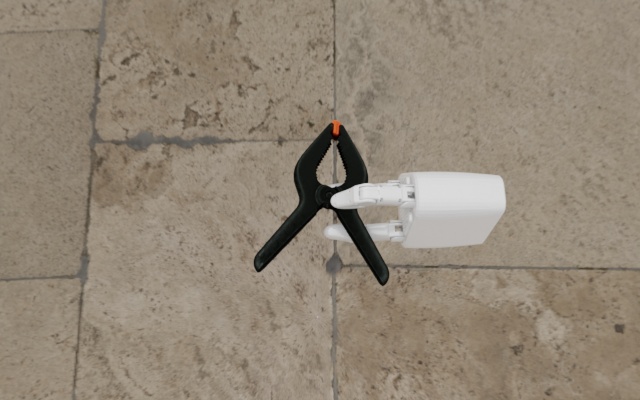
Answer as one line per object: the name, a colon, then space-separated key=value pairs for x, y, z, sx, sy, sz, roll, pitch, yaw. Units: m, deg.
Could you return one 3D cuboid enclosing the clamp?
clamp: x=0.000 y=0.001 z=0.598 sx=0.164 sy=0.210 sz=0.036 roll=0 pitch=-14 yaw=-4
